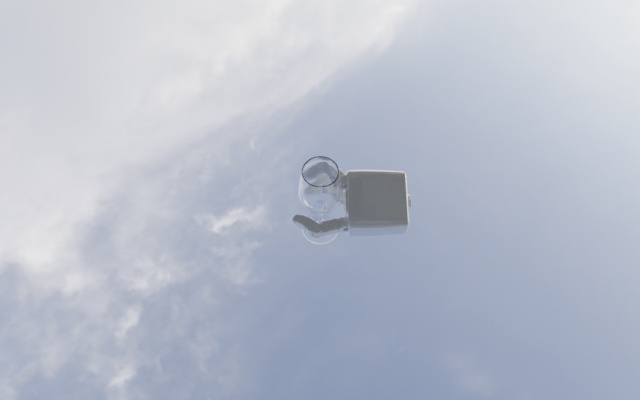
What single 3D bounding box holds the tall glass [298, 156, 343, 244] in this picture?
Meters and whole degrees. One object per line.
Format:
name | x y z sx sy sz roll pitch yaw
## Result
tall glass | 0.000 0.003 0.862 0.079 0.079 0.201 0 -30 1
